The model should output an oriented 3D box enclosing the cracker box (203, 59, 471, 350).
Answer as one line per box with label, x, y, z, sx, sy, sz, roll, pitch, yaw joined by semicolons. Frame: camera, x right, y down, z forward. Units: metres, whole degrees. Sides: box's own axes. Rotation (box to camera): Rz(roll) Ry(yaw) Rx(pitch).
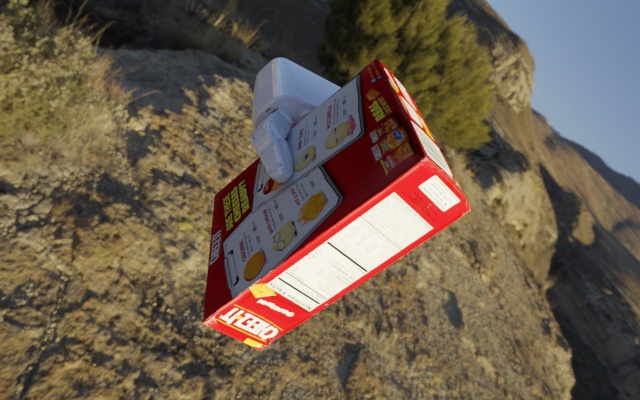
cracker box;0.000;0.001;0.407;0.214;0.164;0.072;-38;-56;21
